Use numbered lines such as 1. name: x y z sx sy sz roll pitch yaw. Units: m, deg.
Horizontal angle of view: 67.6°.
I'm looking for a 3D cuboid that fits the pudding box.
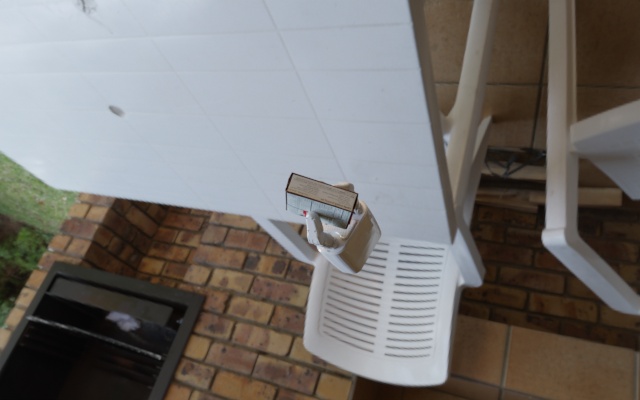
1. pudding box: 0.000 0.003 0.773 0.113 0.039 0.090 16 -22 2
